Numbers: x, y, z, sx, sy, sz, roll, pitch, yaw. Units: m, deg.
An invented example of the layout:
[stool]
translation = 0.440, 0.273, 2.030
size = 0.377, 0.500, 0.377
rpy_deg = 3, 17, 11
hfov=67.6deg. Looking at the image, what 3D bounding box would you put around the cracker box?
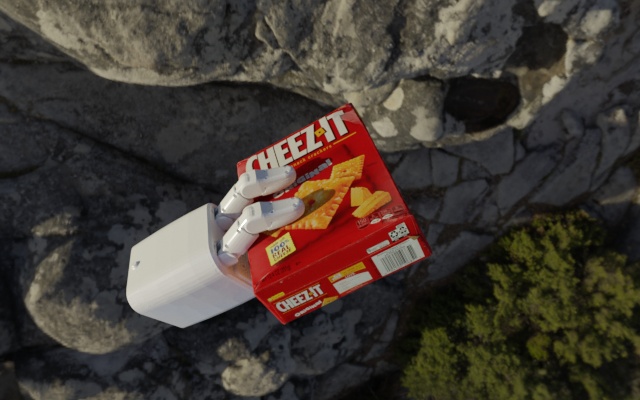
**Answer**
[cracker box]
translation = 0.000, 0.002, 0.519
size = 0.164, 0.072, 0.213
rpy_deg = -27, 41, 7
